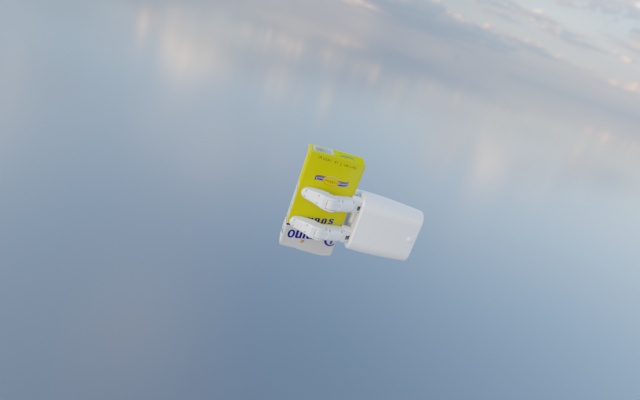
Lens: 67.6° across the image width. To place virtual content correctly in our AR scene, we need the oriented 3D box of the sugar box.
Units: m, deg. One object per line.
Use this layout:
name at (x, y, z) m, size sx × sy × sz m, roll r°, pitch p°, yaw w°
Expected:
sugar box at (0.000, 0.003, 0.786) m, size 0.093 × 0.176 × 0.048 m, roll 15°, pitch 21°, yaw -9°
